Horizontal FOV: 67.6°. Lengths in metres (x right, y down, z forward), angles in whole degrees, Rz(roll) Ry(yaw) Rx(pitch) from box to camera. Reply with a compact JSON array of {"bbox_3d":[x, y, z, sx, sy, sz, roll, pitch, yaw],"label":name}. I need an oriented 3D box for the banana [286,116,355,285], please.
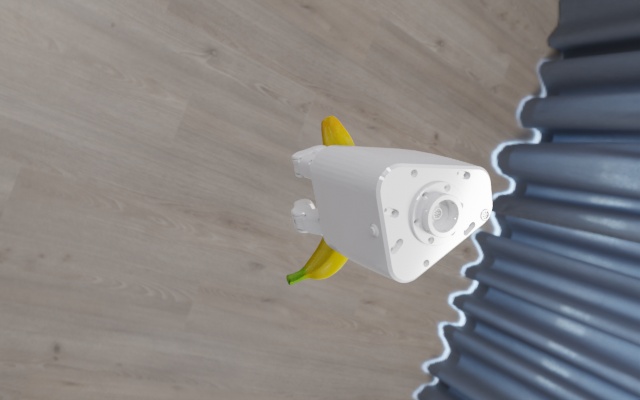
[{"bbox_3d":[0.016,0.008,0.538,0.069,0.198,0.037,9,8,-24],"label":"banana"}]
